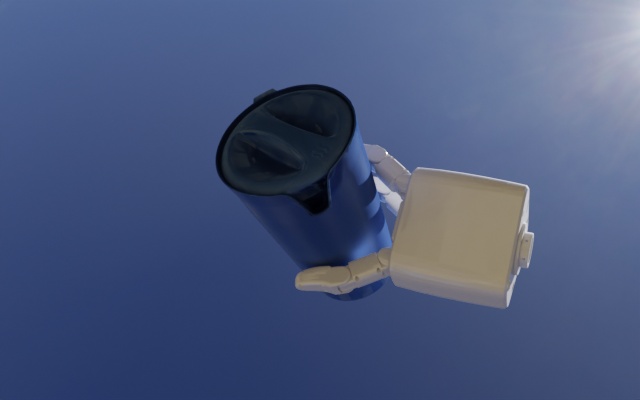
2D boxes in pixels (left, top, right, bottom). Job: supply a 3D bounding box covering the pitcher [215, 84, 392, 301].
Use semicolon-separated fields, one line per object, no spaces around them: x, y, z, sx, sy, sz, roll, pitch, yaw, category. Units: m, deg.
0.000;0.002;0.512;0.145;0.149;0.243;8;-32;27;pitcher
